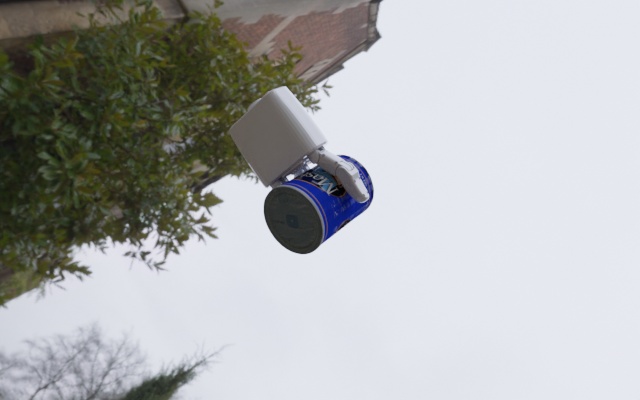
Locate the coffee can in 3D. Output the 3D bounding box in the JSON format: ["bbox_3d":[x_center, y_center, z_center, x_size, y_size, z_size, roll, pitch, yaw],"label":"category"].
[{"bbox_3d":[0.000,0.002,0.703,0.103,0.103,0.140,0,22,38],"label":"coffee can"}]
